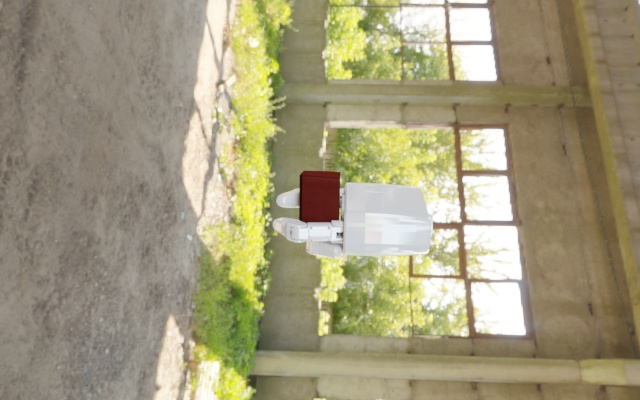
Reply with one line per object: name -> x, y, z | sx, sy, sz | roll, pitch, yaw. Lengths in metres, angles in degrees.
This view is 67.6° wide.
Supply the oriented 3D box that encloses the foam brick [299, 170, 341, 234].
foam brick -> 0.000, 0.002, 0.622 | 0.051, 0.078, 0.053 | 2, 13, 4
